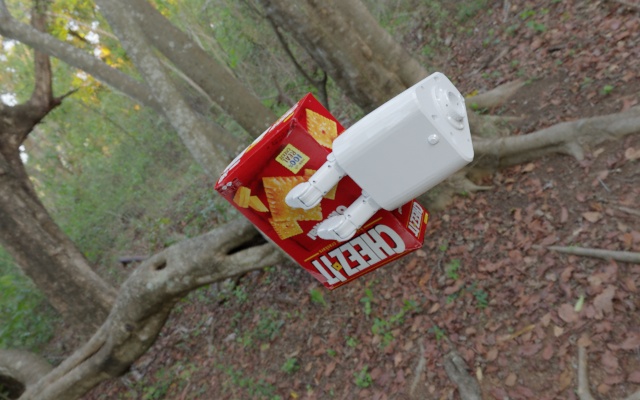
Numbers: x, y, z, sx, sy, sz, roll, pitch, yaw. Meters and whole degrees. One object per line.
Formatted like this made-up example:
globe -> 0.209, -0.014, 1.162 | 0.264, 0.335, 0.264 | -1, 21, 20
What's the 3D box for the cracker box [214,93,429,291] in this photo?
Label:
cracker box -> 0.000, 0.002, 0.587 | 0.164, 0.214, 0.072 | -33, 21, 38
